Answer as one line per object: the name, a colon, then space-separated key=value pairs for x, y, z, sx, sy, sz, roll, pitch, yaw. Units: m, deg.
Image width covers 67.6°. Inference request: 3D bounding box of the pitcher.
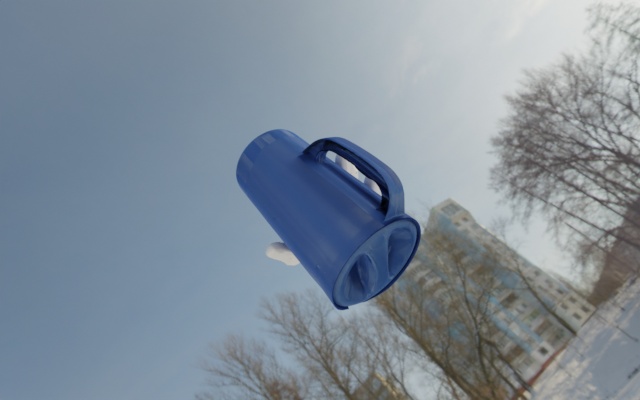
pitcher: x=0.000 y=0.002 z=0.596 sx=0.242 sy=0.149 sz=0.145 roll=43 pitch=-3 yaw=35
